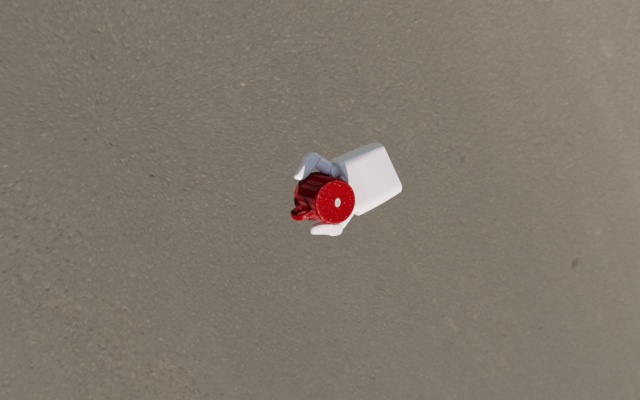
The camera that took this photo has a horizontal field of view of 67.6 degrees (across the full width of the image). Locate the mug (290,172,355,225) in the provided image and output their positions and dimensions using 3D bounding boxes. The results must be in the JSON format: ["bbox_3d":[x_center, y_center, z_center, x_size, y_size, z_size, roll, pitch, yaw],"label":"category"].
[{"bbox_3d":[-0.001,0.003,0.858,0.117,0.093,0.081,-28,19,-21],"label":"mug"}]
